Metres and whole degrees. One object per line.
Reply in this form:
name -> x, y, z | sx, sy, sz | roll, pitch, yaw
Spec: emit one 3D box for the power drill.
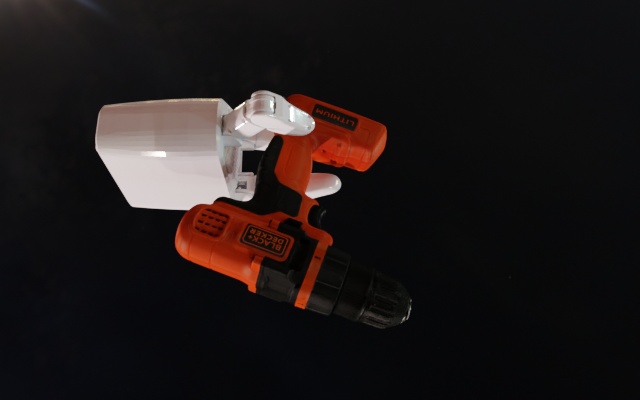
power drill -> 0.000, 0.001, 0.403 | 0.184, 0.187, 0.057 | 21, -39, 1
